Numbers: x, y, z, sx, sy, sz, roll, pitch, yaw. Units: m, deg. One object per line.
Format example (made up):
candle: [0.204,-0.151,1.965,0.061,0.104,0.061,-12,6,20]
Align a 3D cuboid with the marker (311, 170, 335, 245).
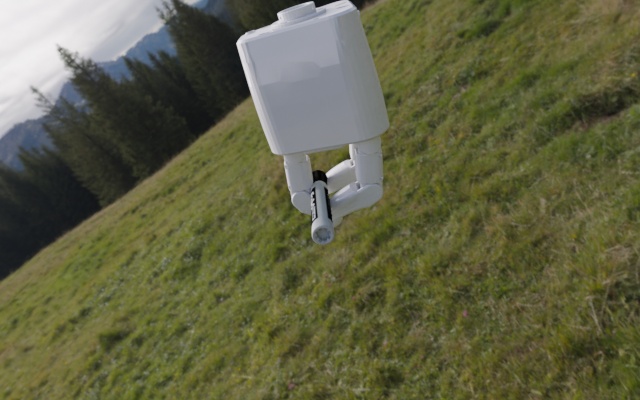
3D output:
marker: [0.000,0.002,0.445,0.020,0.020,0.121,0,27,-2]
